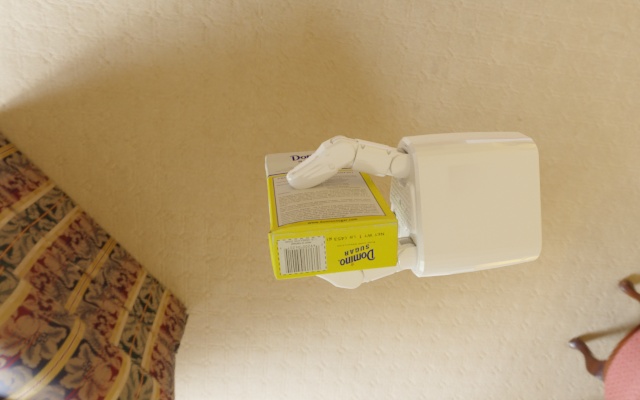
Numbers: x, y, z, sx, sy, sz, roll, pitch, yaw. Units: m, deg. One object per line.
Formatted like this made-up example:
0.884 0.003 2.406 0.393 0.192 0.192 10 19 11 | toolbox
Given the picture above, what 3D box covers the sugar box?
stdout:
0.000 0.002 0.418 0.093 0.048 0.176 -5 21 -5 | sugar box
